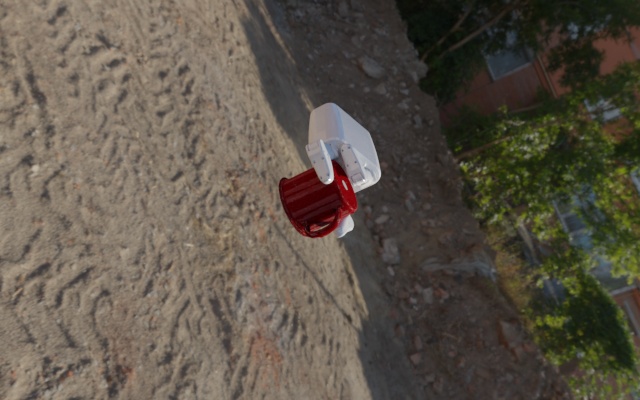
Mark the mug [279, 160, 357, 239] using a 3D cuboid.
[{"bbox_3d":[0.000,0.003,0.665,0.081,0.117,0.093,-24,-50,17],"label":"mug"}]
